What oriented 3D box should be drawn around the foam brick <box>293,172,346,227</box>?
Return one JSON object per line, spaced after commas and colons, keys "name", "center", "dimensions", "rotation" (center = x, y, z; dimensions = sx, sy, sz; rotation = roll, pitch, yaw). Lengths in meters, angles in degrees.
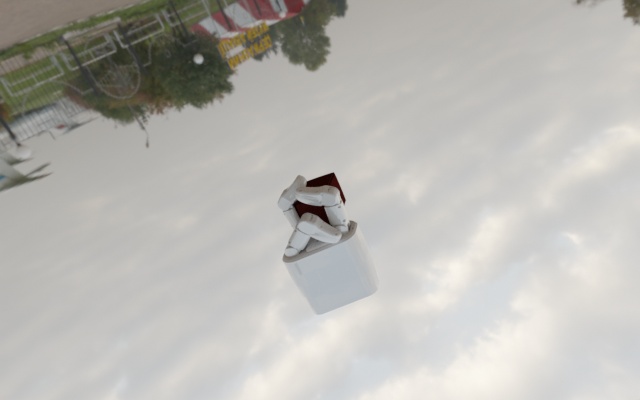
{"name": "foam brick", "center": [0.000, 0.002, 0.714], "dimensions": [0.053, 0.051, 0.078], "rotation": [-16, 24, 22]}
